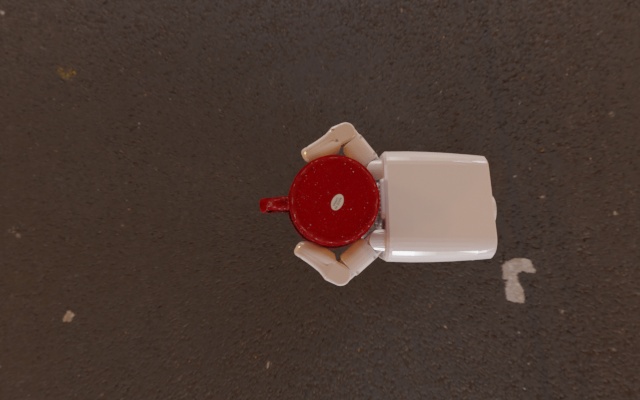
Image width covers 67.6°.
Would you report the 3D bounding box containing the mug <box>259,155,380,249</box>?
[{"bbox_3d":[-0.001,0.001,0.458,0.117,0.093,0.081,0,-3,-1],"label":"mug"}]
